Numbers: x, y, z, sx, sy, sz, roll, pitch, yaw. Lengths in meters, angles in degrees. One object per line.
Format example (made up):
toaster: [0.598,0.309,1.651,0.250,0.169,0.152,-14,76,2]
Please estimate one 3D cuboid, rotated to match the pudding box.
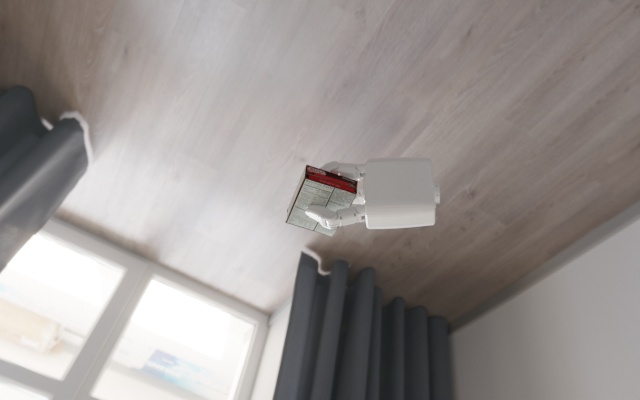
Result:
pudding box: [0.000,0.003,0.789,0.090,0.114,0.039,18,40,-9]
